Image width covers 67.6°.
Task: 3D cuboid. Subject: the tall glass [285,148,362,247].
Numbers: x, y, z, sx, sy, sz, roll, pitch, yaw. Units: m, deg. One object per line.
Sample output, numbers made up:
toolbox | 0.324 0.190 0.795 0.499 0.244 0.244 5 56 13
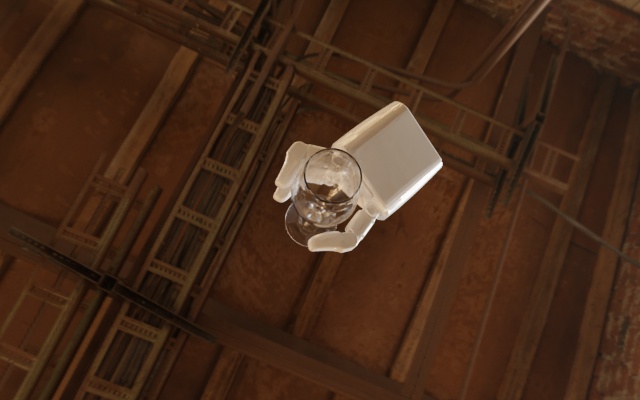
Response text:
tall glass | 0.000 0.002 0.587 0.079 0.079 0.201 0 -16 -8
